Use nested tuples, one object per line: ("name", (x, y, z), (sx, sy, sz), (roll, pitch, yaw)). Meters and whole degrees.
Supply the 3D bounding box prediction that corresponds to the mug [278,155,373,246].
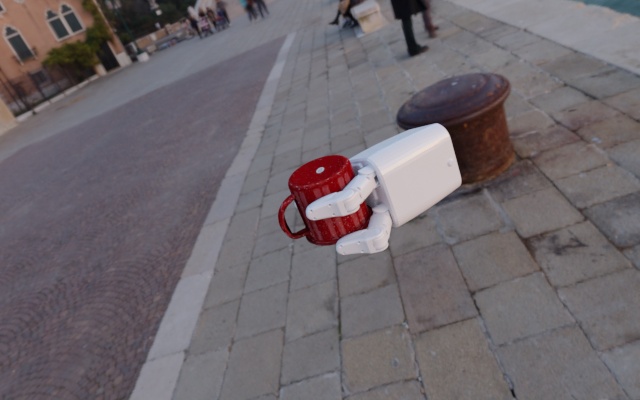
("mug", (-0.001, 0.002, 0.589), (0.117, 0.081, 0.093), (-29, 26, -13))
